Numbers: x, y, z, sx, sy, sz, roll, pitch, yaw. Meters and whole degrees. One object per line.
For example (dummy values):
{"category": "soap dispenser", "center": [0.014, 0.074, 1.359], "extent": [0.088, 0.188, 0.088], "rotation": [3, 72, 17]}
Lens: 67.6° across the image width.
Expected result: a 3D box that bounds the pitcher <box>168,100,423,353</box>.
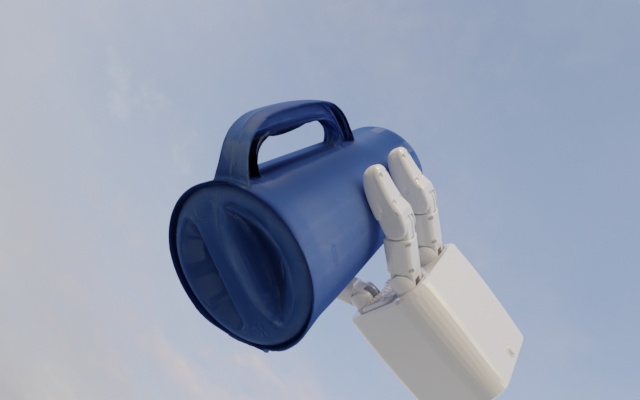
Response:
{"category": "pitcher", "center": [0.000, 0.002, 0.420], "extent": [0.149, 0.145, 0.242], "rotation": [-43, -6, 38]}
